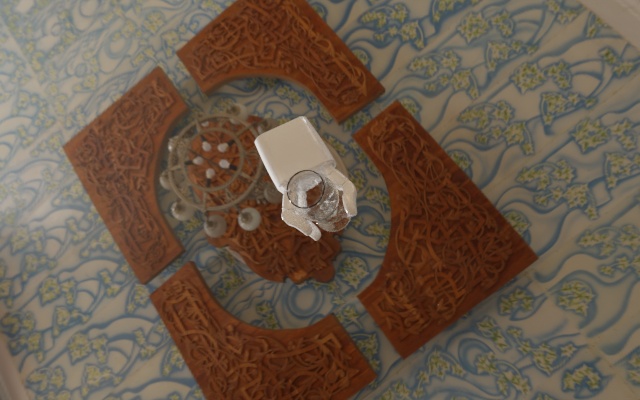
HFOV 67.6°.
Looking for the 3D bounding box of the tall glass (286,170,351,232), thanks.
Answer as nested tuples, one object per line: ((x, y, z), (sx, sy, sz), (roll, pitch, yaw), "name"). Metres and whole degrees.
((0.000, 0.003, 0.829), (0.079, 0.079, 0.201), (0, -12, 14), "tall glass")
